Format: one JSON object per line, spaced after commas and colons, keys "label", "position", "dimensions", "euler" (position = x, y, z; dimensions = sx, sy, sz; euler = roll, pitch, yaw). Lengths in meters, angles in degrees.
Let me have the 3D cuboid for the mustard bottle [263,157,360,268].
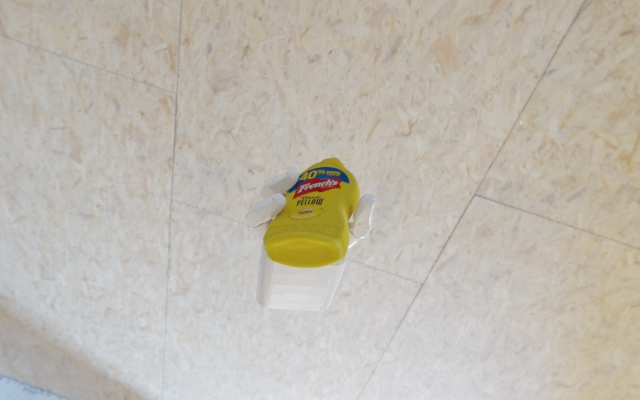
{"label": "mustard bottle", "position": [0.000, 0.002, 0.609], "dimensions": [0.096, 0.058, 0.191], "euler": [-4, 35, 18]}
